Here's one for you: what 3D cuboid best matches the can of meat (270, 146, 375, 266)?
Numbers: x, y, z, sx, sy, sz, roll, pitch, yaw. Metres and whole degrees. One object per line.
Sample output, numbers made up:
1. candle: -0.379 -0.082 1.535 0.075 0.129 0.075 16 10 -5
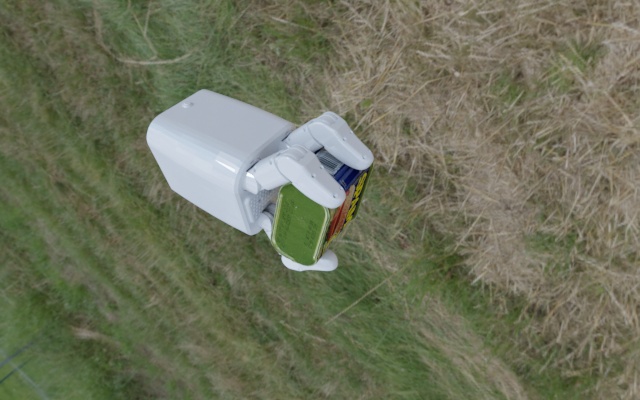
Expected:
1. can of meat: 0.000 0.002 0.448 0.057 0.102 0.084 29 46 14
